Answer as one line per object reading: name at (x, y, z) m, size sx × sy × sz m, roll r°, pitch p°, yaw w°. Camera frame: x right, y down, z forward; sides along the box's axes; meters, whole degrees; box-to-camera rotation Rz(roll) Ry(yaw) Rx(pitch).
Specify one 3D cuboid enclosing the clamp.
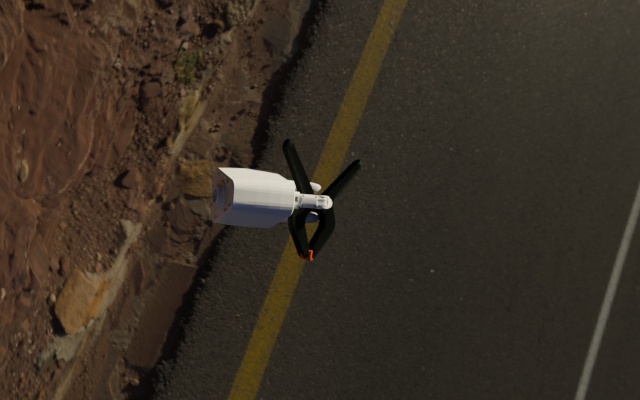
clamp at (0.000, 0.003, 0.864) m, size 0.164 × 0.210 × 0.036 m, roll 5°, pitch -2°, yaw -29°
